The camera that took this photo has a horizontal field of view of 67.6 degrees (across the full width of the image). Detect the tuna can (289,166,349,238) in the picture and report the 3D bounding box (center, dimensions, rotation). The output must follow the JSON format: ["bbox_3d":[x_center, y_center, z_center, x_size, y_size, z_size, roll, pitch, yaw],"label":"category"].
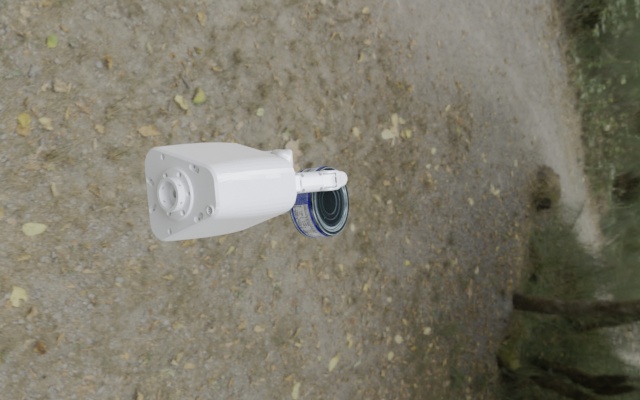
[{"bbox_3d":[0.001,0.002,0.578,0.034,0.086,0.086,-5,-3,34],"label":"tuna can"}]
